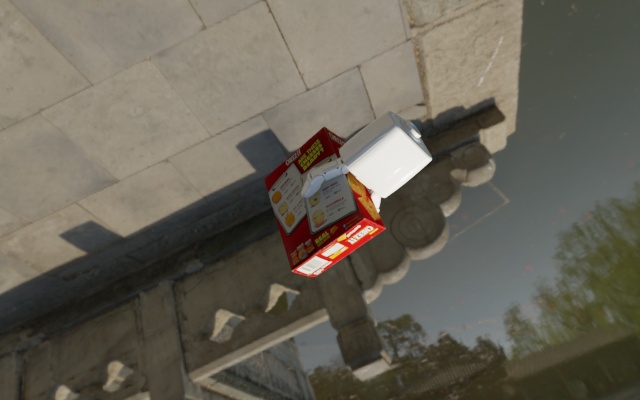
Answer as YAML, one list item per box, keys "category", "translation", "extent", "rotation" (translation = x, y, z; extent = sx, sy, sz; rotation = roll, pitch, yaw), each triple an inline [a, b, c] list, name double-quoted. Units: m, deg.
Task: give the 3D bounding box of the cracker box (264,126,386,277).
- category: "cracker box"
  translation: [0.000, 0.003, 0.847]
  extent: [0.164, 0.213, 0.072]
  rotation: [-38, -39, 23]
